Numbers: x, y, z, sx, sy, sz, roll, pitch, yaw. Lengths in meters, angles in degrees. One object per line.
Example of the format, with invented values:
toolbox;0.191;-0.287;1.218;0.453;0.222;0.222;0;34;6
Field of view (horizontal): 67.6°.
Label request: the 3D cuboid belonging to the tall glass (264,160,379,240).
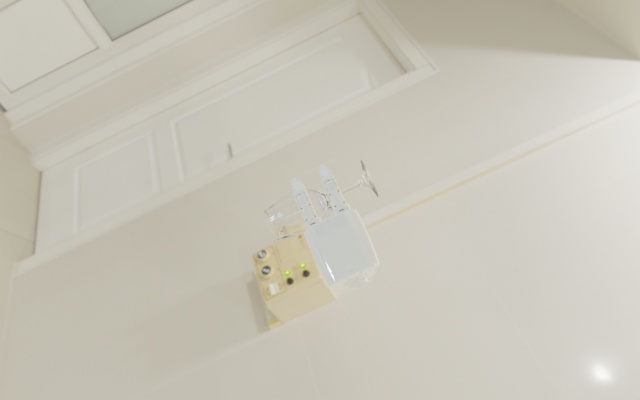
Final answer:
tall glass;0.001;0.002;0.872;0.201;0.079;0.079;-25;-2;3
